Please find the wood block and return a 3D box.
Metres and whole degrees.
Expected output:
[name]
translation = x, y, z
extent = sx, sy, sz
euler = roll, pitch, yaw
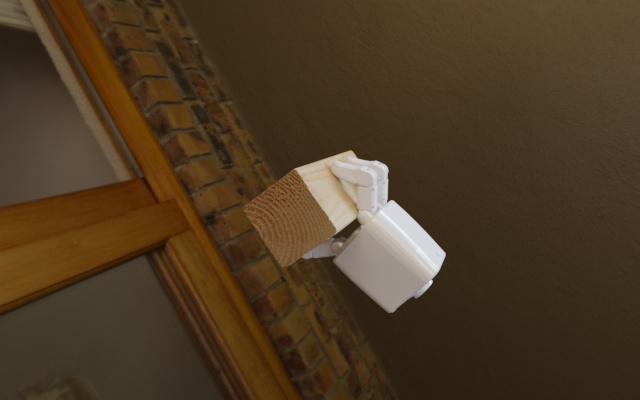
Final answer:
[wood block]
translation = 0.000, 0.003, 0.645
extent = 0.091, 0.090, 0.206
euler = -36, -3, 24
